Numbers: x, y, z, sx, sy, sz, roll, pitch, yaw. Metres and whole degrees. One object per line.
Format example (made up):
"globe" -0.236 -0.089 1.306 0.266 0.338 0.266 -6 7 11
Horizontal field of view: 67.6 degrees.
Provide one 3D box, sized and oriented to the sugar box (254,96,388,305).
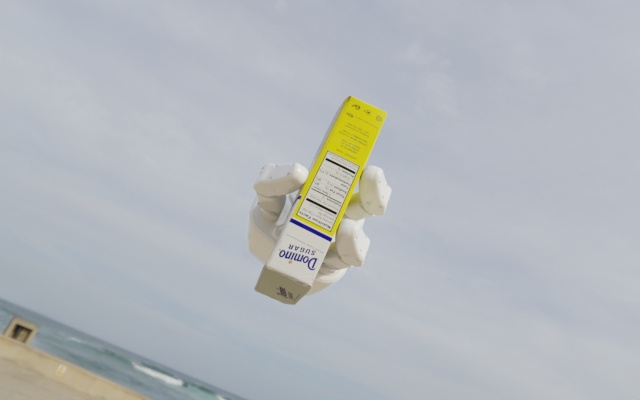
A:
"sugar box" 0.001 0.002 0.427 0.048 0.176 0.093 24 -24 -3
